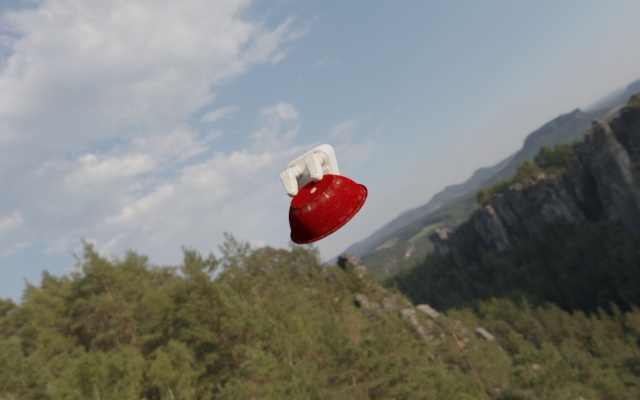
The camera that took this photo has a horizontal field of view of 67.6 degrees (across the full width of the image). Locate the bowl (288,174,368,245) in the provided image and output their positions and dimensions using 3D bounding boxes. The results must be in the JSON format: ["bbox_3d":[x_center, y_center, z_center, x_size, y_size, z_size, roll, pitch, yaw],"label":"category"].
[{"bbox_3d":[0.000,0.003,0.832,0.162,0.055,0.162,-30,22,14],"label":"bowl"}]
